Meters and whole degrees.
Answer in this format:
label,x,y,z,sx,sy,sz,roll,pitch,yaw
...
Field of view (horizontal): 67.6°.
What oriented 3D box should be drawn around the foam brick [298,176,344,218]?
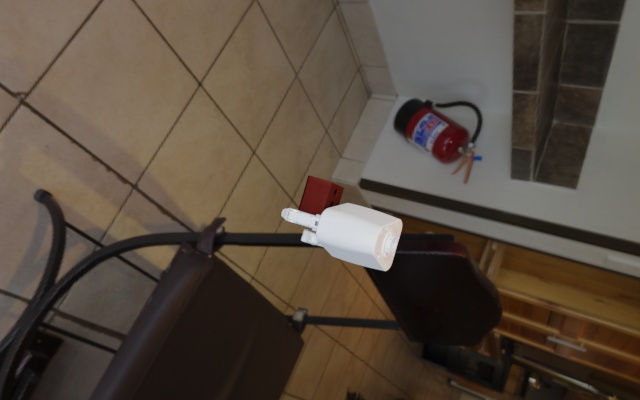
label,x,y,z,sx,sy,sz,roll,pitch,yaw
foam brick,0.000,0.002,0.847,0.051,0.078,0.053,15,-3,30
